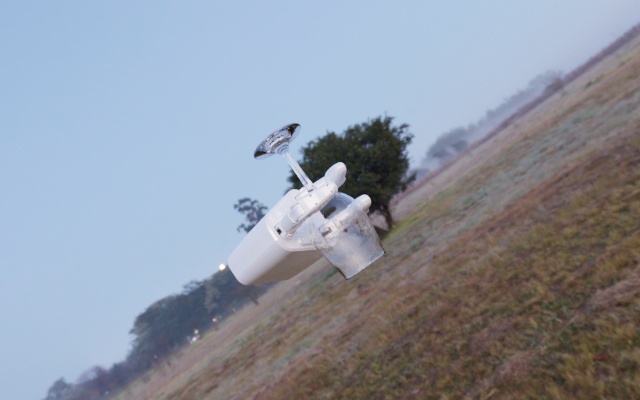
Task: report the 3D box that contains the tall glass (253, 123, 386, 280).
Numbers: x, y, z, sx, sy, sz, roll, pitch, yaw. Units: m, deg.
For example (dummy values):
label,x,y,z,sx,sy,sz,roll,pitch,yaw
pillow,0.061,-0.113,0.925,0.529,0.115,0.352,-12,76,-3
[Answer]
label,x,y,z,sx,sy,sz,roll,pitch,yaw
tall glass,0.000,0.001,0.609,0.079,0.201,0.079,-35,-10,-7
